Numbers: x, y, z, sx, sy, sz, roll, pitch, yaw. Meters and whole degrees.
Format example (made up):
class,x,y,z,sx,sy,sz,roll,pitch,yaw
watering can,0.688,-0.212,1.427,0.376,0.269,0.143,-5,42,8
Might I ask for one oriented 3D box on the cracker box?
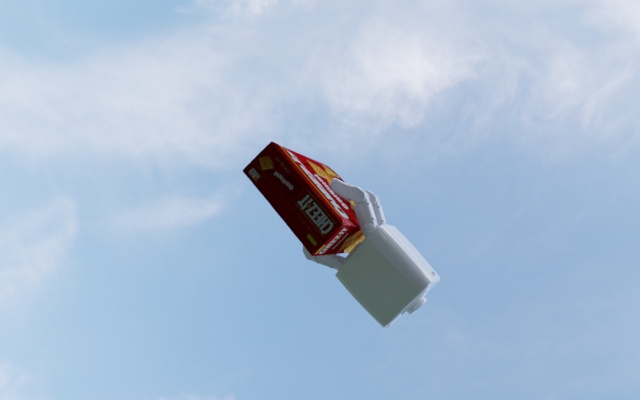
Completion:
class,x,y,z,sx,sy,sz,roll,pitch,yaw
cracker box,0.000,0.003,0.741,0.072,0.164,0.214,-45,-19,12
